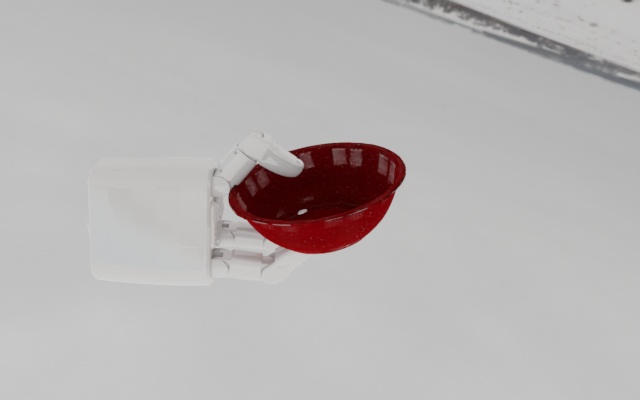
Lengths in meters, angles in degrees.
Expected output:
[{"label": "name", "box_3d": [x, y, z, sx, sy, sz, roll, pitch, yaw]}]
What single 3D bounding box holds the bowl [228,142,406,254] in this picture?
[{"label": "bowl", "box_3d": [0.001, 0.002, 0.442, 0.162, 0.055, 0.162, -9, 27, 5]}]
